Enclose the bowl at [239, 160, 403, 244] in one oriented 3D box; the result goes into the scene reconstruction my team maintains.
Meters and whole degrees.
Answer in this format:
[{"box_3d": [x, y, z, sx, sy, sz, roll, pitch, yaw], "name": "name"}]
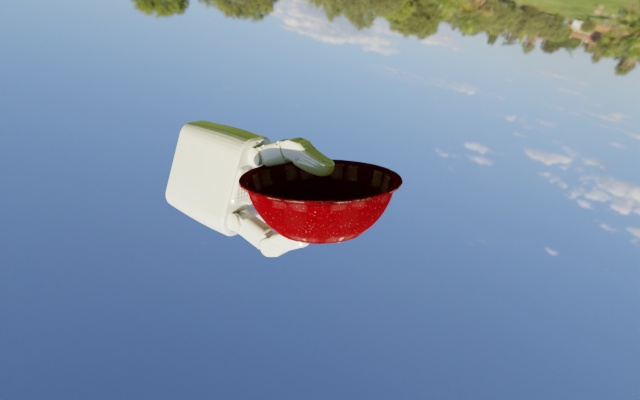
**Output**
[{"box_3d": [0.001, 0.002, 0.481, 0.162, 0.055, 0.162, 0, 17, 0], "name": "bowl"}]
